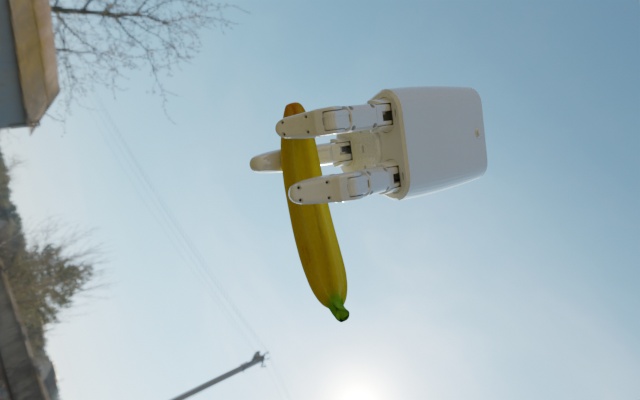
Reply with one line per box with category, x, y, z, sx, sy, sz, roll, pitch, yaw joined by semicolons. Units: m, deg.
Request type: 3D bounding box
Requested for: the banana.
banana;-0.005;0.011;0.429;0.037;0.197;0.070;-8;-18;-22
